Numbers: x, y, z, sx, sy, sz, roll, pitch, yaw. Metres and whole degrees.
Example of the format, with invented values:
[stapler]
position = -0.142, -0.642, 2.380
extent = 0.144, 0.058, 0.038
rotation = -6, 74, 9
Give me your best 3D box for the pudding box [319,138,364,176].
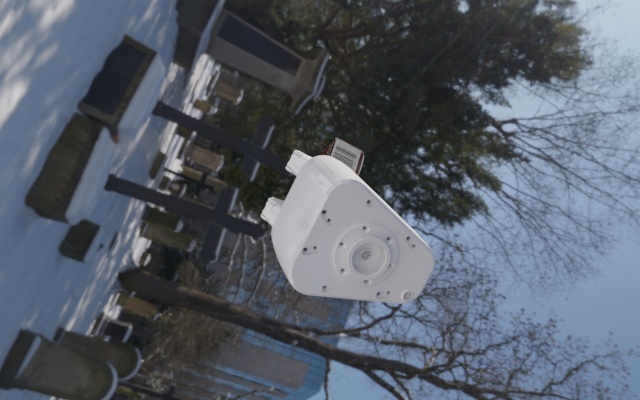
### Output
[pudding box]
position = 0.000, 0.002, 0.510
extent = 0.039, 0.113, 0.090
rotation = 25, -21, -13
